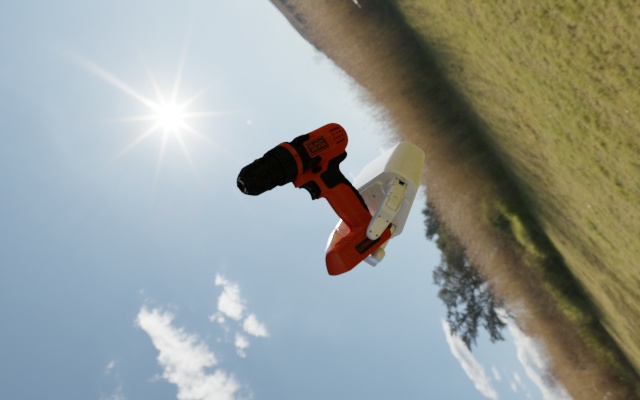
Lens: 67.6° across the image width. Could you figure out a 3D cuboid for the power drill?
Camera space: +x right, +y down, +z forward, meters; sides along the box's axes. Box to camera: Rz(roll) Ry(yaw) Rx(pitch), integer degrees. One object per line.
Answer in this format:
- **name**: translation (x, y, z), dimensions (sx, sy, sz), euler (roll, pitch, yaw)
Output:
- **power drill**: translation (0.000, 0.002, 0.635), dimensions (0.184, 0.187, 0.057), euler (-32, 5, -34)
